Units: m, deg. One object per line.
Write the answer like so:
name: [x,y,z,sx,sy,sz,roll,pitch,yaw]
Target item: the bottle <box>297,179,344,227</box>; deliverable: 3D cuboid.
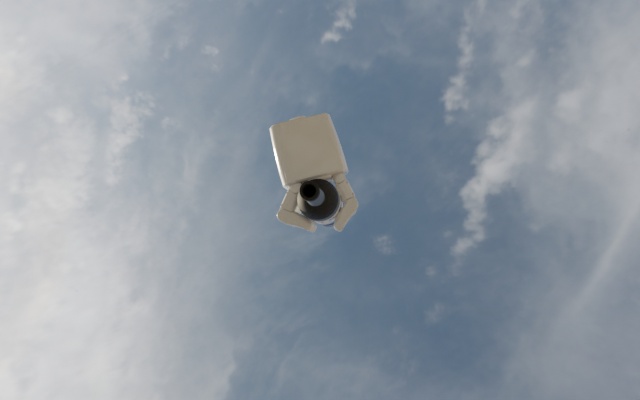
bottle: [0.000,0.003,0.789,0.069,0.069,0.296,0,-6,6]
